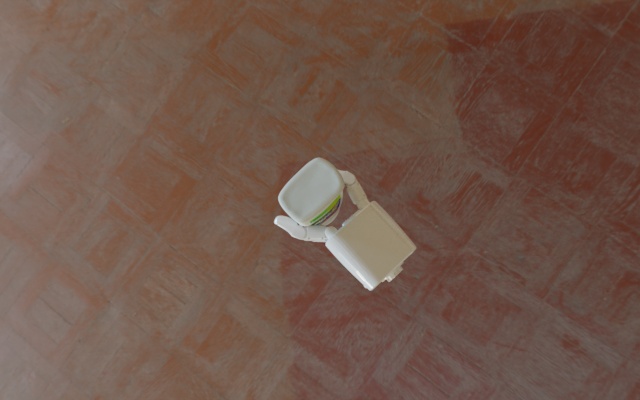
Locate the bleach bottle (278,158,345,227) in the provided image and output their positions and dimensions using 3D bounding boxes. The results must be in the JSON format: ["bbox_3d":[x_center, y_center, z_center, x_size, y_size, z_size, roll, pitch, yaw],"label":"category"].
[{"bbox_3d":[0.000,0.003,0.822,0.102,0.068,0.251,-43,-11,0],"label":"bleach bottle"}]
